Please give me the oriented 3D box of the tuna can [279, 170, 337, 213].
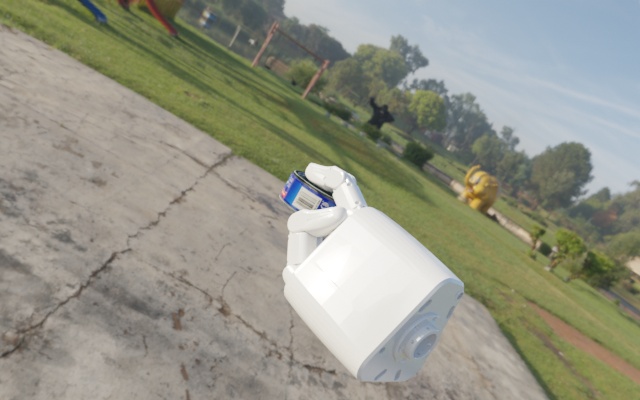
[{"bbox_3d":[0.000,0.001,0.516,0.086,0.034,0.086,29,9,-5],"label":"tuna can"}]
